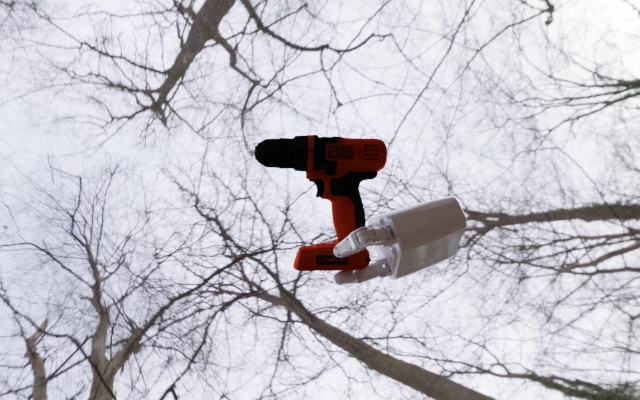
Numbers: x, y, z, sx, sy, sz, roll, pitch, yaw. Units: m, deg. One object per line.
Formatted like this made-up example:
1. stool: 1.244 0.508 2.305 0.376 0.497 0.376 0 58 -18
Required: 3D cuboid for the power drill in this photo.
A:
1. power drill: 0.000 0.003 0.661 0.184 0.187 0.057 0 -1 0
